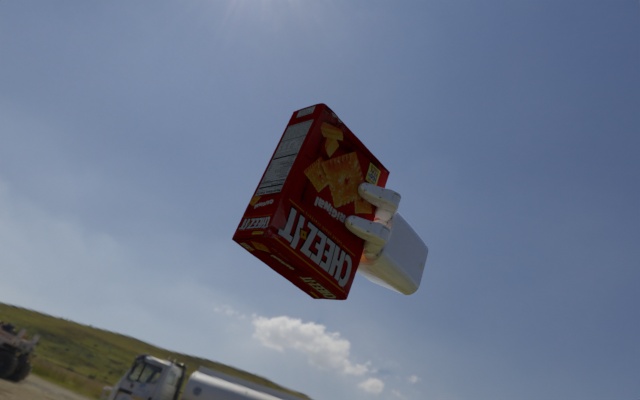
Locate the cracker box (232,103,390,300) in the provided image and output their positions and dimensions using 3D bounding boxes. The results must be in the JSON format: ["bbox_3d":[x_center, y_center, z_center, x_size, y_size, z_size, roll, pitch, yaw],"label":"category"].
[{"bbox_3d":[0.000,0.002,0.646,0.072,0.213,0.164,-9,-41,44],"label":"cracker box"}]
